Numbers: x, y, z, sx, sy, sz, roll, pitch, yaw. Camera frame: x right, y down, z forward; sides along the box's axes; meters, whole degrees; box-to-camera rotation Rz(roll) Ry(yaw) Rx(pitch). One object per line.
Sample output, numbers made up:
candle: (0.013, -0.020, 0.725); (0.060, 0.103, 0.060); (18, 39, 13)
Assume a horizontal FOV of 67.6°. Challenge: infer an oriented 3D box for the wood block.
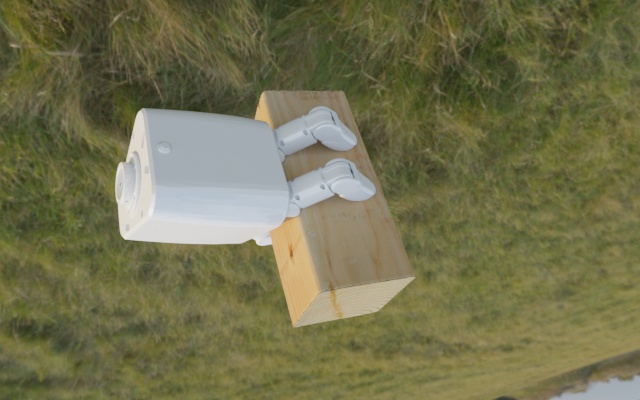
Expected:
wood block: (0.000, 0.002, 0.458); (0.090, 0.206, 0.091); (-5, -29, -22)
